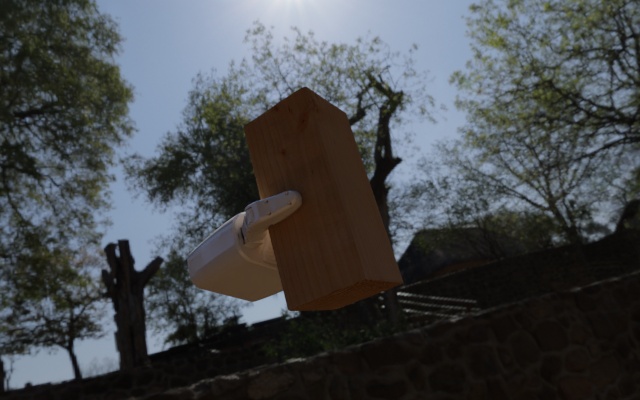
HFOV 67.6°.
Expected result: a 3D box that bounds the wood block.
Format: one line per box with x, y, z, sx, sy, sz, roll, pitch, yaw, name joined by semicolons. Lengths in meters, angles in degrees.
0.000;0.002;0.500;0.090;0.206;0.091;-27;-23;26;wood block
